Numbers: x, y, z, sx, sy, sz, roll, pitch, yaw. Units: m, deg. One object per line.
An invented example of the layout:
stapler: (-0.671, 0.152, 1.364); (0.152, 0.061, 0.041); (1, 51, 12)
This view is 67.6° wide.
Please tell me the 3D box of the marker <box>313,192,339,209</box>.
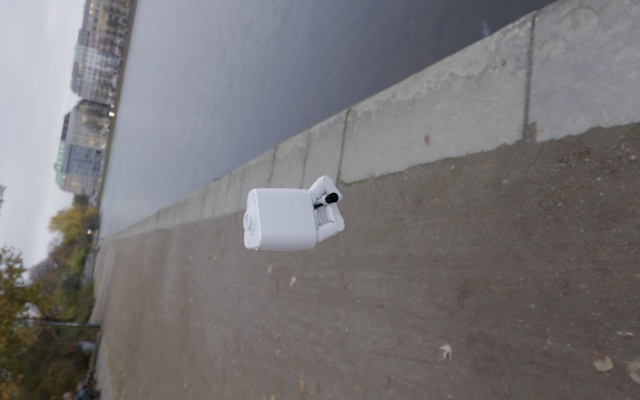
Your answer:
marker: (0.000, 0.003, 0.885); (0.020, 0.020, 0.121); (0, -8, -26)
